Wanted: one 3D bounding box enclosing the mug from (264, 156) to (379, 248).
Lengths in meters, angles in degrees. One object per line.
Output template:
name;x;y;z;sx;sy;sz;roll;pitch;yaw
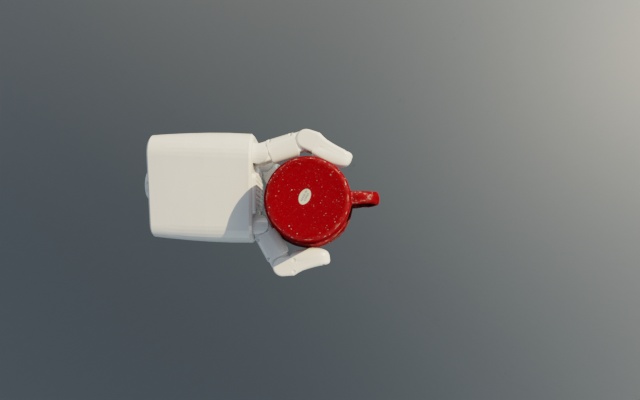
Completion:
mug;0.002;0.002;0.474;0.117;0.093;0.081;0;-4;0
